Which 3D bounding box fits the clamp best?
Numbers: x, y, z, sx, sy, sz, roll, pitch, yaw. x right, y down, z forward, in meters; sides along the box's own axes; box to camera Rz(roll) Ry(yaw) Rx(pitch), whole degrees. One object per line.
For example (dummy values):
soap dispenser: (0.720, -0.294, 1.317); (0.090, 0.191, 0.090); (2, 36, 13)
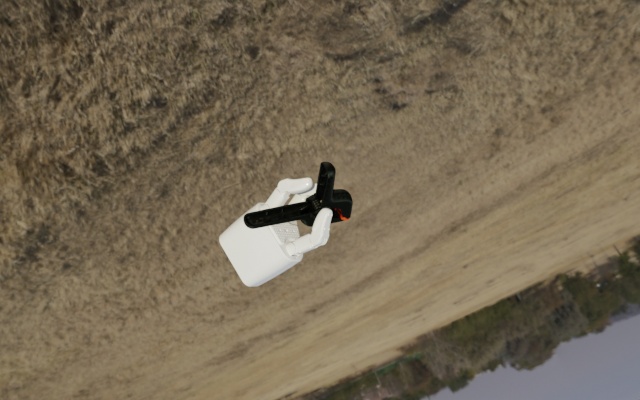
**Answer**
clamp: (0.001, 0.003, 0.766); (0.164, 0.036, 0.210); (-35, -24, 27)
